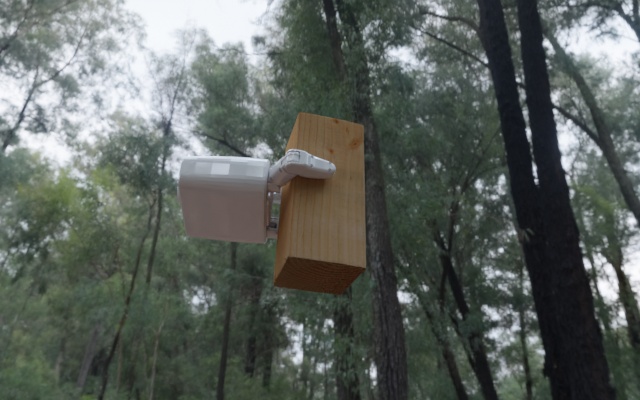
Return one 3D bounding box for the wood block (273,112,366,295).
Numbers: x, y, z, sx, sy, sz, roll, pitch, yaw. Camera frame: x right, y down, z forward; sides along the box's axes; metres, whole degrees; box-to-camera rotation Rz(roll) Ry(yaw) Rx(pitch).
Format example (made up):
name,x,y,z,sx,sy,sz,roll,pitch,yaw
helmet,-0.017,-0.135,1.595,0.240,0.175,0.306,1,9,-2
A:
name,x,y,z,sx,sy,sz,roll,pitch,yaw
wood block,0.000,0.002,0.601,0.090,0.206,0.091,10,-32,-13
